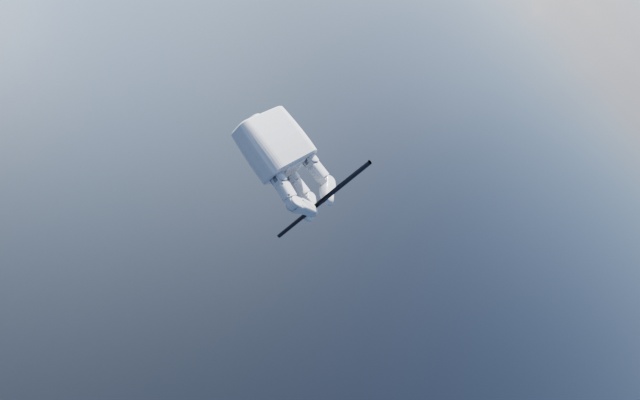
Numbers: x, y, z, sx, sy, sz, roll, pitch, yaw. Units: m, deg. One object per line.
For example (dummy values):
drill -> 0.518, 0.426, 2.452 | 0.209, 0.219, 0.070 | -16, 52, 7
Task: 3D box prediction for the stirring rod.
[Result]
stirring rod -> 0.000, 0.003, 0.812 | 0.011, 0.011, 0.240 | 0, -31, -48
